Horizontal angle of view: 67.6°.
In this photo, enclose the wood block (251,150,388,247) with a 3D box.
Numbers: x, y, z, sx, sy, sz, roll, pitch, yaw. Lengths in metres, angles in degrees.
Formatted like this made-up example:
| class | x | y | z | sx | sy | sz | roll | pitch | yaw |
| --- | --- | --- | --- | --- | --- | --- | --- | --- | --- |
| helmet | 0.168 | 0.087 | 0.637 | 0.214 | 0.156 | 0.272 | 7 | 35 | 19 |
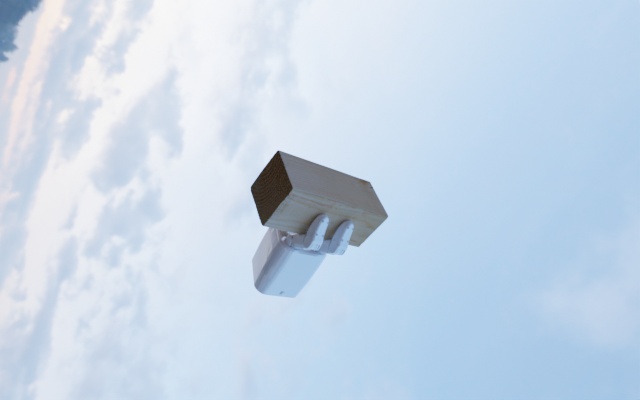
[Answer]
| class | x | y | z | sx | sy | sz | roll | pitch | yaw |
| --- | --- | --- | --- | --- | --- | --- | --- | --- | --- |
| wood block | 0.000 | 0.003 | 0.798 | 0.206 | 0.090 | 0.090 | 16 | -54 | -38 |
